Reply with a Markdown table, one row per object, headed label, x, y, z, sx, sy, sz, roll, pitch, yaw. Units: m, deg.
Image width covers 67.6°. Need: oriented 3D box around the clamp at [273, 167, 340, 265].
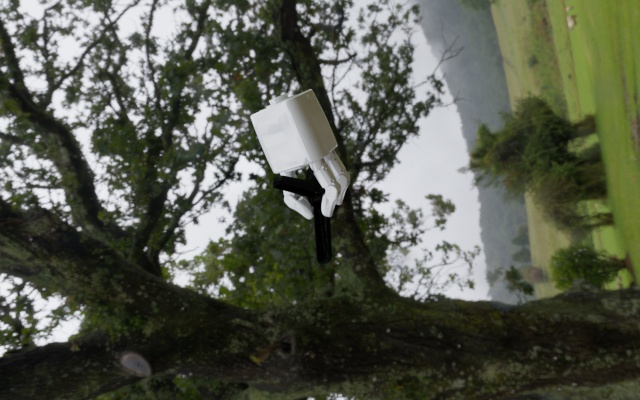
| label | x | y | z | sx | sy | sz | roll | pitch | yaw |
| --- | --- | --- | --- | --- | --- | --- | --- | --- | --- |
| clamp | 0.000 | 0.003 | 0.830 | 0.036 | 0.164 | 0.210 | -19 | 13 | 26 |
